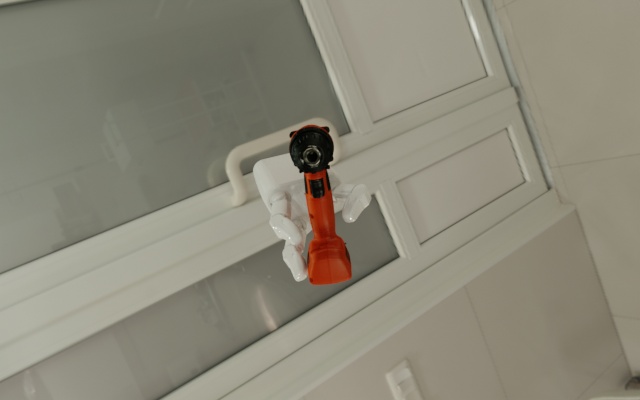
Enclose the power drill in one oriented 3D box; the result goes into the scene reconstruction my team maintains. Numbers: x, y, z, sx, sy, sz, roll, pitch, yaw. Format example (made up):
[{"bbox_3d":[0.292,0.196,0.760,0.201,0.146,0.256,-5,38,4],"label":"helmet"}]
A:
[{"bbox_3d":[0.000,0.002,0.579,0.057,0.188,0.184,-6,13,2],"label":"power drill"}]
